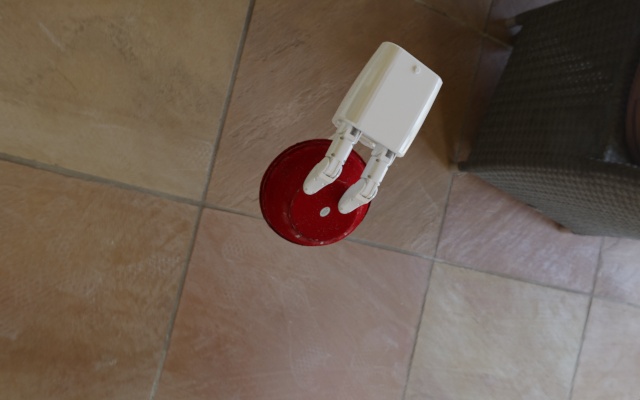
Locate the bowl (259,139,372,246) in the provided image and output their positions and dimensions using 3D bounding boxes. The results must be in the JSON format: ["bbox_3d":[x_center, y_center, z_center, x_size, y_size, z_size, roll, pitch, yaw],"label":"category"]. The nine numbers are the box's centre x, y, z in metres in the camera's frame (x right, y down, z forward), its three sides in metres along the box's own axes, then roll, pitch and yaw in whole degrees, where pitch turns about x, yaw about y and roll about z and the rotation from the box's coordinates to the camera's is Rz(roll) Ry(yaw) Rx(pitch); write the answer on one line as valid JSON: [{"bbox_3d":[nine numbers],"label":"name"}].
[{"bbox_3d":[0.000,0.003,0.641,0.162,0.162,0.055,0,24,-12],"label":"bowl"}]
